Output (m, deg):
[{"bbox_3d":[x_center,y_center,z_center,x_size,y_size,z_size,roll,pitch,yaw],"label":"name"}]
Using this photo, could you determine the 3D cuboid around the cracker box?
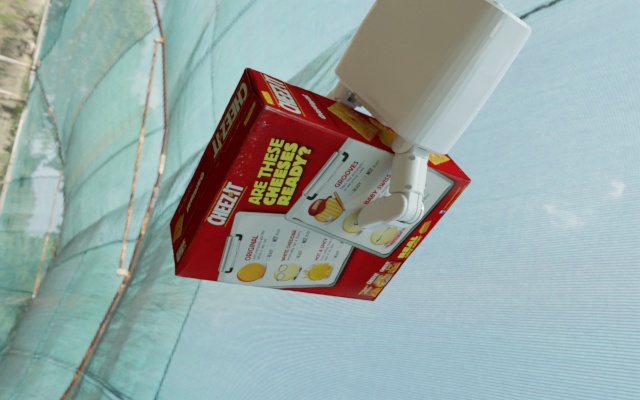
[{"bbox_3d":[0.000,0.002,0.420,0.214,0.164,0.072,15,31,-33],"label":"cracker box"}]
